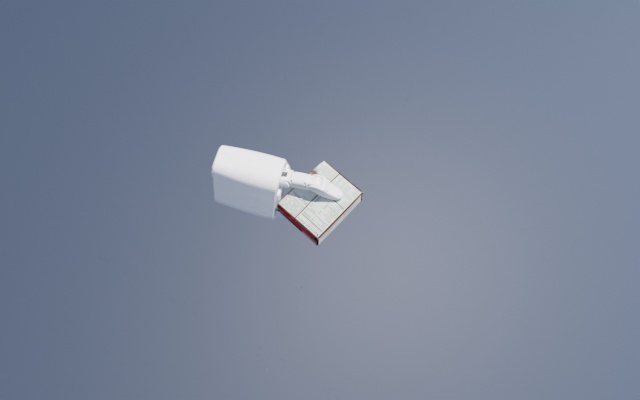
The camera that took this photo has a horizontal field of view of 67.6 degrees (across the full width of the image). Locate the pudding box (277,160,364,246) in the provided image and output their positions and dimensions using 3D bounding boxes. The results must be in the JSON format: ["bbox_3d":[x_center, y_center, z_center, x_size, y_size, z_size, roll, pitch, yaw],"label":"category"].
[{"bbox_3d":[0.000,0.002,0.769,0.090,0.113,0.039,41,-16,13],"label":"pudding box"}]
